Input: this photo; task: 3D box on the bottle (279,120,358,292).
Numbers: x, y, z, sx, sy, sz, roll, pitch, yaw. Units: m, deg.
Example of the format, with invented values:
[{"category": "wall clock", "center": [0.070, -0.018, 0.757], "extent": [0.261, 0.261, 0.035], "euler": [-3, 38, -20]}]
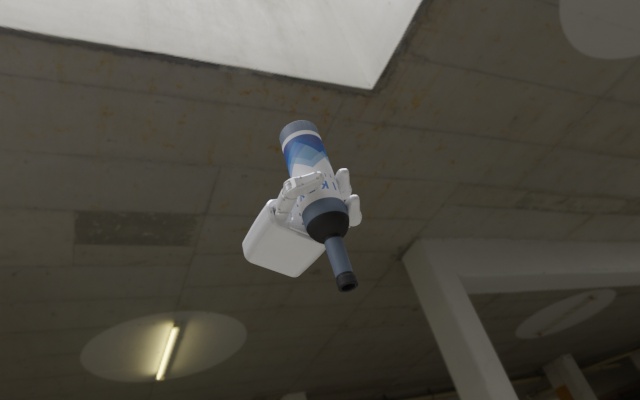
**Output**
[{"category": "bottle", "center": [0.000, 0.002, 0.717], "extent": [0.069, 0.295, 0.069], "euler": [-12, -37, -9]}]
